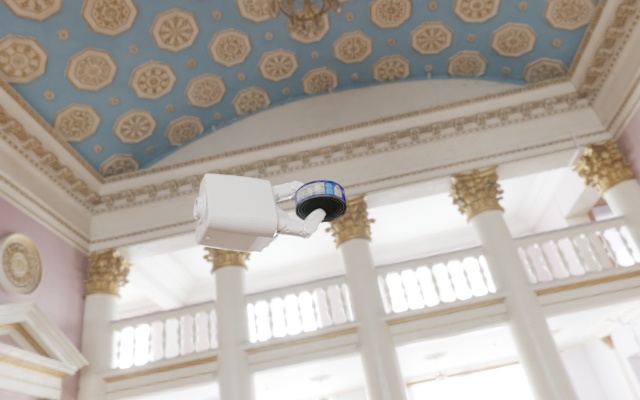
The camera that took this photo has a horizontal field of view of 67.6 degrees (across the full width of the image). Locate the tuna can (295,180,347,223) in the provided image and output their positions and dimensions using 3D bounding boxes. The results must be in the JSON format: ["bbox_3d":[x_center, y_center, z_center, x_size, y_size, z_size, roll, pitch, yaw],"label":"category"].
[{"bbox_3d":[0.000,0.002,0.794,0.086,0.033,0.086,-4,-32,-2],"label":"tuna can"}]
